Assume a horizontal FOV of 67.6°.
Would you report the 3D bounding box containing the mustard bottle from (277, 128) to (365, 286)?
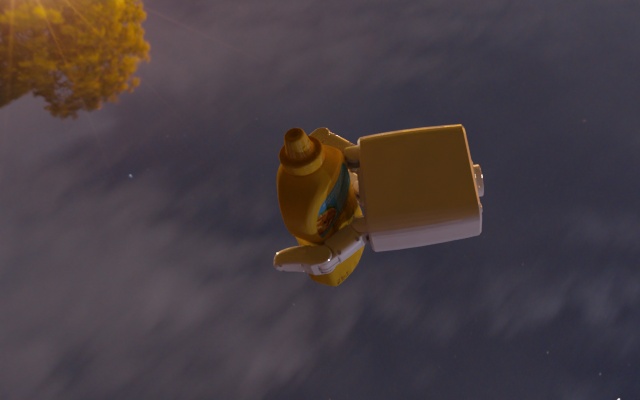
[{"bbox_3d":[0.000,0.002,0.483,0.058,0.096,0.192,12,-33,25],"label":"mustard bottle"}]
